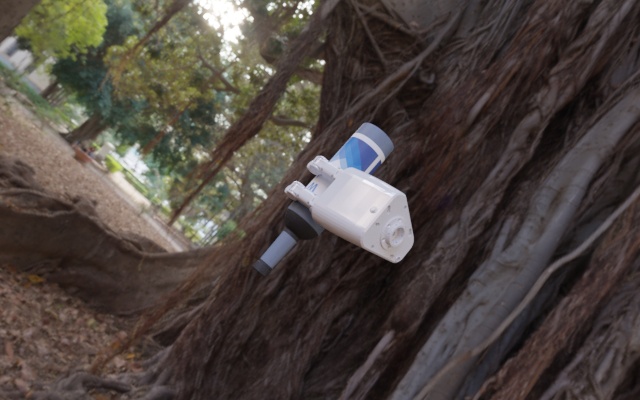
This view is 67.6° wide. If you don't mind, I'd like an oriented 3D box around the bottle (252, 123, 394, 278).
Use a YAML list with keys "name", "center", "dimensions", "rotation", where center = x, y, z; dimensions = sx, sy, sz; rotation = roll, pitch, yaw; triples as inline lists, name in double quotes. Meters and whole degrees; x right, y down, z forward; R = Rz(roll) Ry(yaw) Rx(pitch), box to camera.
- name: "bottle"
  center: [0.000, 0.002, 0.764]
  dimensions: [0.069, 0.295, 0.069]
  rotation: [40, -11, 10]
